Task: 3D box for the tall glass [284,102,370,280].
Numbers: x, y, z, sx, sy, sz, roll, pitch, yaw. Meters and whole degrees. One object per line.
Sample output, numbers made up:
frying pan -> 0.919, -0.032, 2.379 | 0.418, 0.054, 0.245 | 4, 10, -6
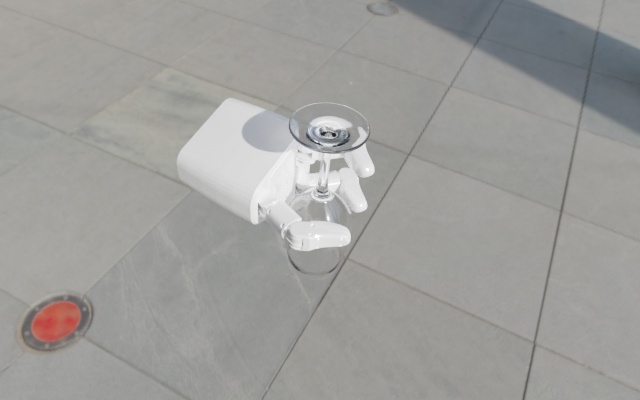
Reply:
tall glass -> 0.000, 0.001, 0.502 | 0.079, 0.079, 0.201 | 0, -44, -6
